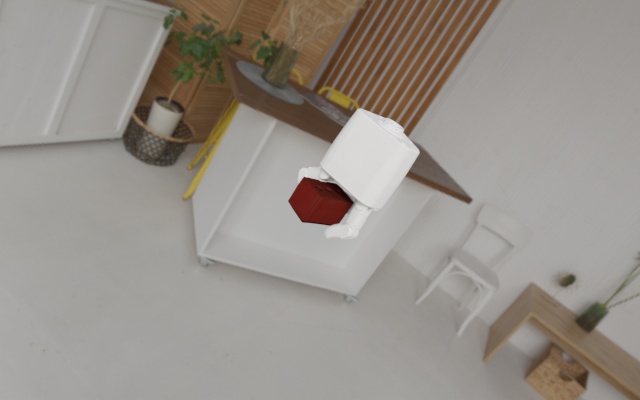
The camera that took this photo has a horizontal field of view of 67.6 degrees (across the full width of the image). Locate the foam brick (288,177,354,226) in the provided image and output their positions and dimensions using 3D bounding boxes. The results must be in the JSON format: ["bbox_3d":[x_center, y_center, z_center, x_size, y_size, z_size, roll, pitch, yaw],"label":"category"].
[{"bbox_3d":[0.000,0.003,0.741,0.078,0.051,0.053,9,33,-45],"label":"foam brick"}]
